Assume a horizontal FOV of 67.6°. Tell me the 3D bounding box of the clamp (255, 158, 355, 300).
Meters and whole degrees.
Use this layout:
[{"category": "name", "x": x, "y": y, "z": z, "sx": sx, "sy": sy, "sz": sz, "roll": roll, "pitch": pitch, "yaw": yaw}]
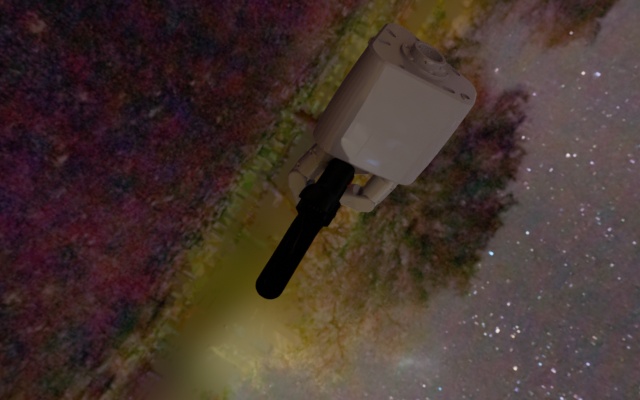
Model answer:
[{"category": "clamp", "x": 0.001, "y": 0.002, "z": 0.437, "sx": 0.039, "sy": 0.120, "sz": 0.171, "roll": 33, "pitch": 41, "yaw": -2}]
